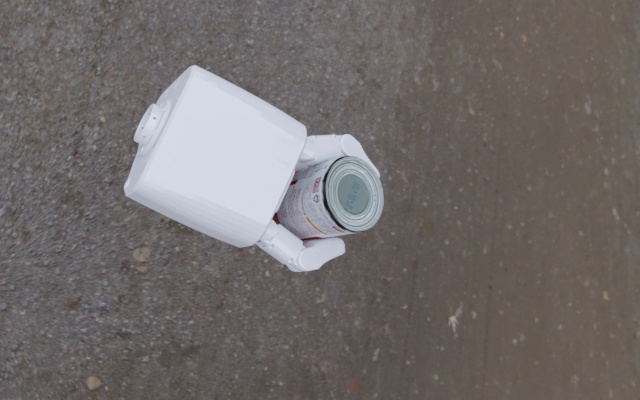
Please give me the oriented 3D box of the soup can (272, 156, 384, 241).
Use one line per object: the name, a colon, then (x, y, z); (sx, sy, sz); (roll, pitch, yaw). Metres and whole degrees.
soup can: (0.001, 0.002, 0.442); (0.068, 0.068, 0.102); (0, -9, -37)
